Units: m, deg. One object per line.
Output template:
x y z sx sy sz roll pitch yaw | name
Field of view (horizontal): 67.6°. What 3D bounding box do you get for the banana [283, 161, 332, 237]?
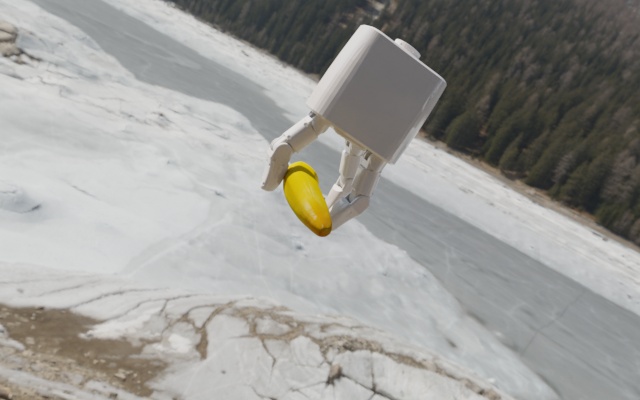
-0.014 -0.011 0.538 0.069 0.037 0.197 41 8 -7 | banana
